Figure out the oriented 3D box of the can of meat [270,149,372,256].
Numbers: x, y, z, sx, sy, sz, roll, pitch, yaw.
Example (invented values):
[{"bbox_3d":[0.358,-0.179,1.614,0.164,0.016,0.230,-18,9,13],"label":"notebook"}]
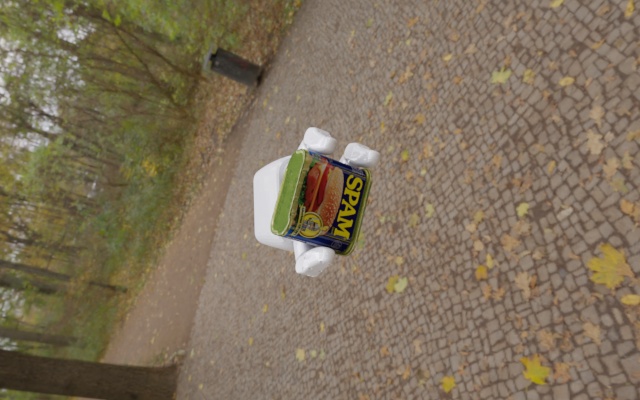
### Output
[{"bbox_3d":[0.000,0.002,0.525,0.084,0.102,0.057,18,-8,-24],"label":"can of meat"}]
